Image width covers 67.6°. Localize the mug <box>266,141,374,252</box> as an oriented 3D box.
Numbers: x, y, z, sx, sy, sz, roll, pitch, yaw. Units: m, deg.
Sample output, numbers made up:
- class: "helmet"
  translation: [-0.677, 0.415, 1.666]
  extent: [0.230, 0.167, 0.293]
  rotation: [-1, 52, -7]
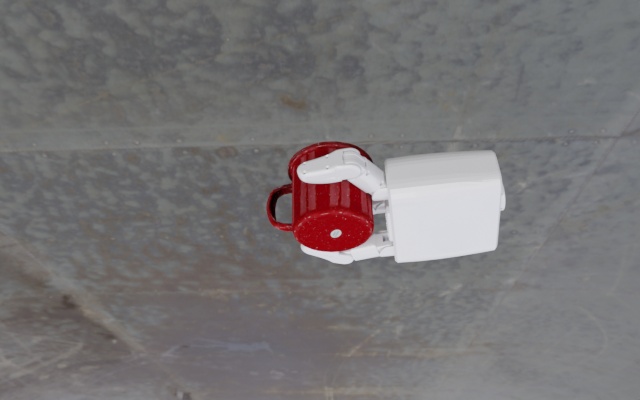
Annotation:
- class: "mug"
  translation: [-0.001, 0.002, 0.493]
  extent: [0.117, 0.081, 0.093]
  rotation: [-8, -35, 9]
